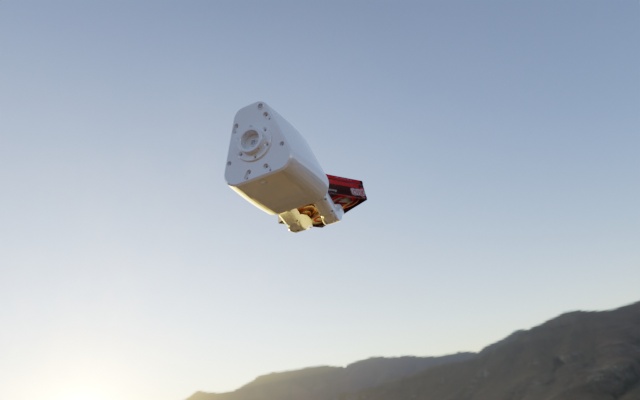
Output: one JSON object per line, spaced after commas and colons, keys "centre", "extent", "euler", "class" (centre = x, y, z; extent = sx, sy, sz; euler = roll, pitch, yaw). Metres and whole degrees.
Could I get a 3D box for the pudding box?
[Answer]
{"centre": [0.000, 0.002, 0.725], "extent": [0.090, 0.039, 0.113], "euler": [9, -29, -39], "class": "pudding box"}
